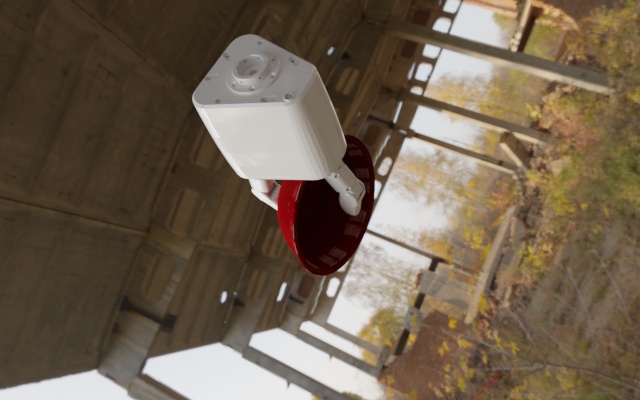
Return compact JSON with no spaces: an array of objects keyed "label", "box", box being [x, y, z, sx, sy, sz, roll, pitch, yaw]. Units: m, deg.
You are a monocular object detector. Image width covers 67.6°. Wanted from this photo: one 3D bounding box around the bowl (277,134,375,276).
[{"label":"bowl","box":[0.000,0.003,0.553,0.055,0.162,0.162,14,8,34]}]
